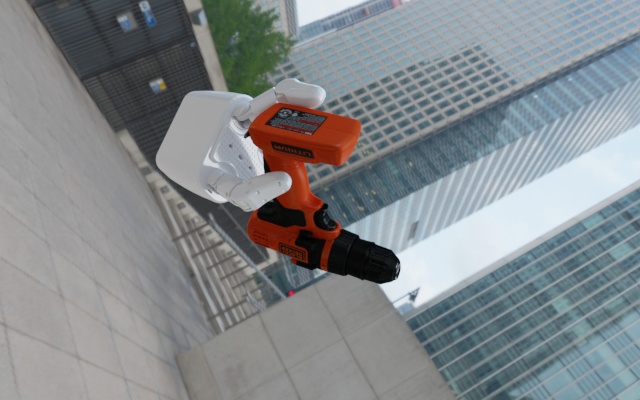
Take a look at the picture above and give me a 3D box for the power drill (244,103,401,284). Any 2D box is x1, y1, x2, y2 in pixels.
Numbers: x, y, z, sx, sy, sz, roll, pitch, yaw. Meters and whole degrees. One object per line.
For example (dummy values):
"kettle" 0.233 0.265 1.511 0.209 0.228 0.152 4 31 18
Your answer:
"power drill" 0.000 0.001 0.496 0.184 0.188 0.057 15 43 18
